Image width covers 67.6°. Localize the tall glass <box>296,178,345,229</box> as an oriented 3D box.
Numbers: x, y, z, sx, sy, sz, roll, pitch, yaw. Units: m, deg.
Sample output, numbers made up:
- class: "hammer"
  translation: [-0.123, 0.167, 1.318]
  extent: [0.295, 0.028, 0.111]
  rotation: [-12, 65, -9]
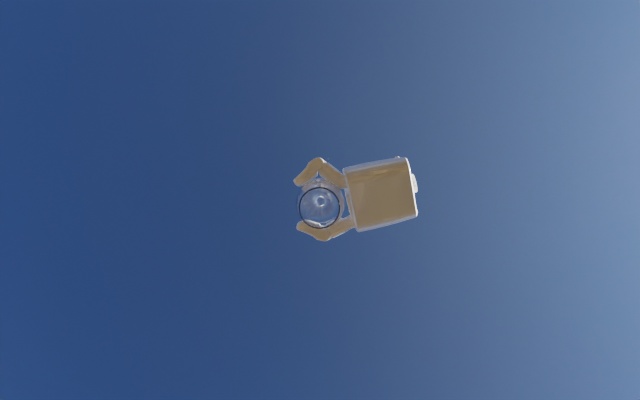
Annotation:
- class: "tall glass"
  translation: [0.000, 0.003, 0.801]
  extent: [0.079, 0.079, 0.201]
  rotation: [0, 5, 1]
